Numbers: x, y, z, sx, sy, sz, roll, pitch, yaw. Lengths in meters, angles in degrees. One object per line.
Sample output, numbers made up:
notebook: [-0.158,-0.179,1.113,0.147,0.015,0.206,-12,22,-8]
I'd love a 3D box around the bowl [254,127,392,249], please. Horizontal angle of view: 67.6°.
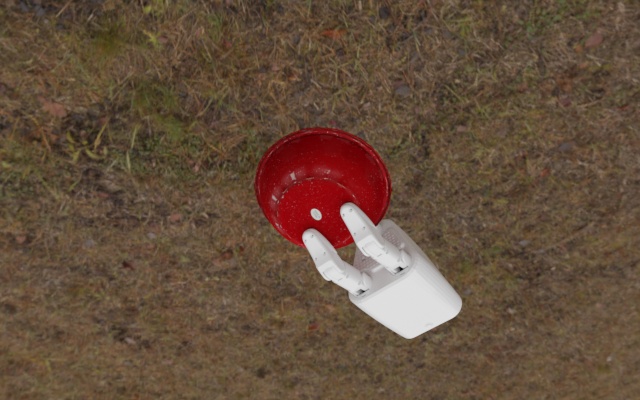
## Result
bowl: [-0.001,0.001,0.541,0.162,0.162,0.055,0,31,6]
